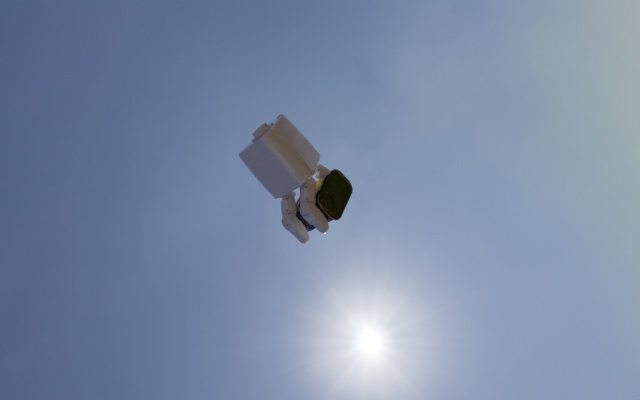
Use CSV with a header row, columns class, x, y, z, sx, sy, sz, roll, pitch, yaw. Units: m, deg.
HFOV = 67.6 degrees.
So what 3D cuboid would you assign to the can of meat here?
class,x,y,z,sx,sy,sz,roll,pitch,yaw
can of meat,0.000,0.003,0.860,0.084,0.057,0.102,-28,25,41
